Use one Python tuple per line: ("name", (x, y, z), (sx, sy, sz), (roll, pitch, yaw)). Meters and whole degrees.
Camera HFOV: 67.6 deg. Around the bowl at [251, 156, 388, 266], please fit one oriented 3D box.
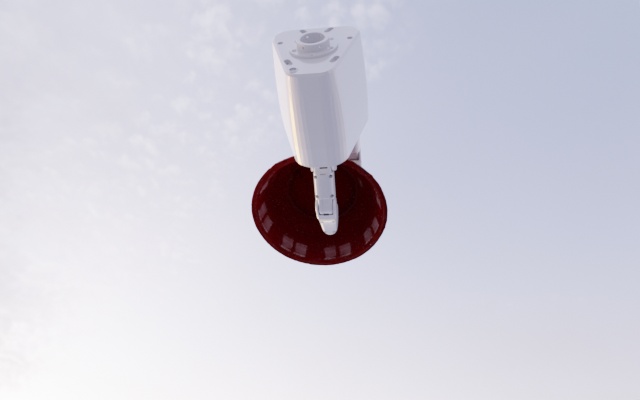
("bowl", (0.000, 0.003, 0.585), (0.162, 0.162, 0.055), (0, 33, 6))
